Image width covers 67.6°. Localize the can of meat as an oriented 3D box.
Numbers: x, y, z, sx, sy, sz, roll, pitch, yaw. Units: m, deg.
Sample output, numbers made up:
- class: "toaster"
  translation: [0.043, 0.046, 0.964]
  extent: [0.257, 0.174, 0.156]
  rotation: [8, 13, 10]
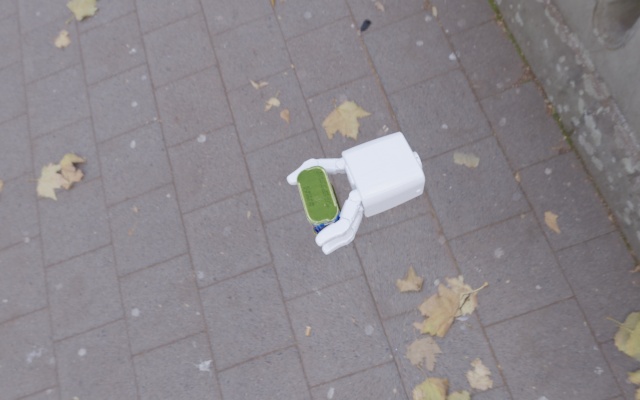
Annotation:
- class: "can of meat"
  translation: [0.000, 0.002, 0.783]
  extent: [0.057, 0.102, 0.084]
  rotation: [-18, -19, 2]
